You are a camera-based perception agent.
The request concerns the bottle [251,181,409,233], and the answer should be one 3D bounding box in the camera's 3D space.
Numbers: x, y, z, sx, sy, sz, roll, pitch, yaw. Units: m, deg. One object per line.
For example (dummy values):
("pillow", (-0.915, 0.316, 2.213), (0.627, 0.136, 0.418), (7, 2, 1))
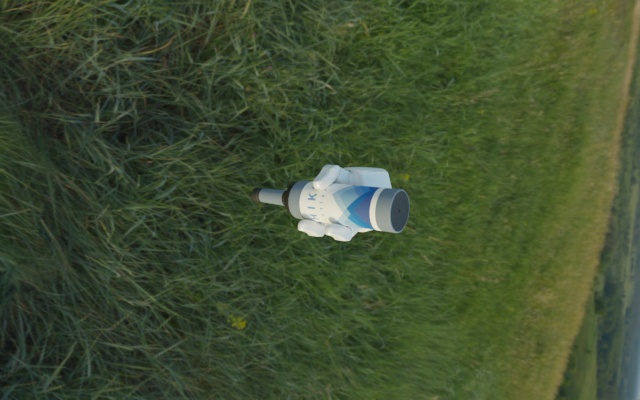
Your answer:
("bottle", (0.000, 0.003, 0.802), (0.295, 0.069, 0.069), (6, 4, 35))
